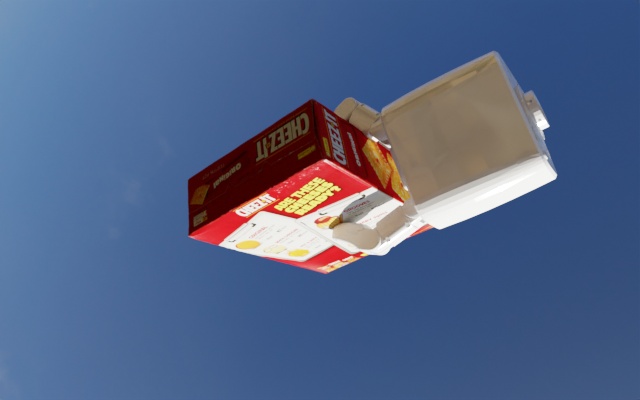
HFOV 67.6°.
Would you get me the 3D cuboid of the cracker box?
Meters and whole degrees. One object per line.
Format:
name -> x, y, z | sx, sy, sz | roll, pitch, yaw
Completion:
cracker box -> 0.000, 0.002, 0.490 | 0.164, 0.072, 0.214 | -28, -32, 29
